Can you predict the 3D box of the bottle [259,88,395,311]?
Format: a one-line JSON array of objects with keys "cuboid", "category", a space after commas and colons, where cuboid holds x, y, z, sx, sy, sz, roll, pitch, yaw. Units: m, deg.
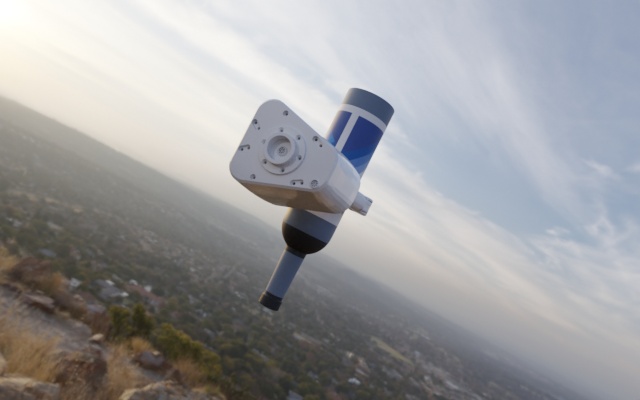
[{"cuboid": [0.000, 0.002, 0.610, 0.069, 0.295, 0.069, 27, -3, 2], "category": "bottle"}]
